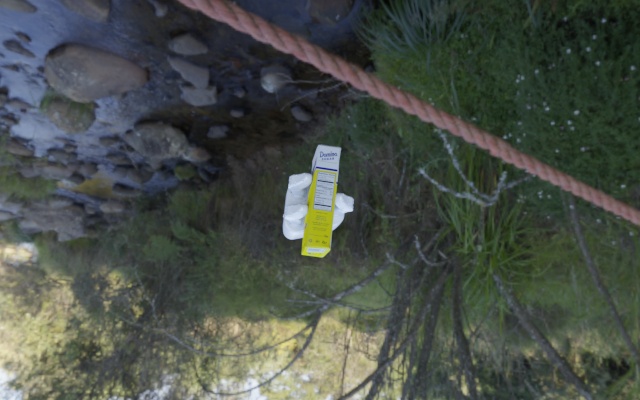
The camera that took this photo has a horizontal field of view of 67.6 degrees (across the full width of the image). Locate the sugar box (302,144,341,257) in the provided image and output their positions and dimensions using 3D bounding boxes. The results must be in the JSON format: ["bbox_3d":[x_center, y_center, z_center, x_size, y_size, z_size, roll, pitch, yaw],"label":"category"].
[{"bbox_3d":[0.000,0.003,0.818,0.048,0.176,0.093,6,-15,-6],"label":"sugar box"}]
